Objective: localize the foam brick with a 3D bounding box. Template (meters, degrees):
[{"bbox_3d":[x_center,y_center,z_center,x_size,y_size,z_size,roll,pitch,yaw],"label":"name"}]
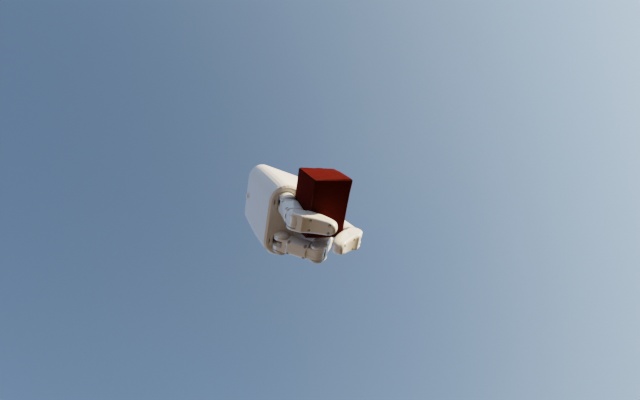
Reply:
[{"bbox_3d":[0.000,0.002,0.598,0.053,0.078,0.051,0,22,-26],"label":"foam brick"}]
